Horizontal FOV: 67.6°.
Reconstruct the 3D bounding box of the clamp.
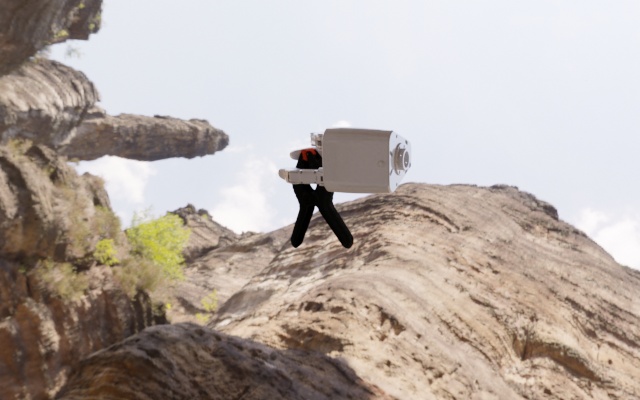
[{"bbox_3d":[0.000,0.002,0.776,0.120,0.171,0.039,5,15,28],"label":"clamp"}]
